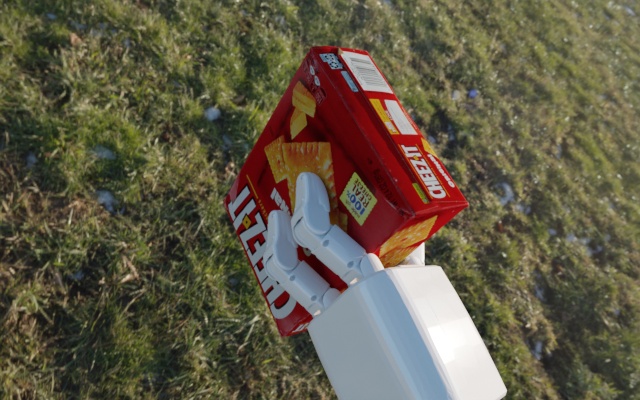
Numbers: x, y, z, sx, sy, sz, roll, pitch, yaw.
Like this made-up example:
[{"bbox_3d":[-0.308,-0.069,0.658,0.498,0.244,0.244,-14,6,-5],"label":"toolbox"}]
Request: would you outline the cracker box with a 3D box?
[{"bbox_3d":[0.000,0.001,0.423,0.072,0.164,0.214,-7,-31,-38],"label":"cracker box"}]
